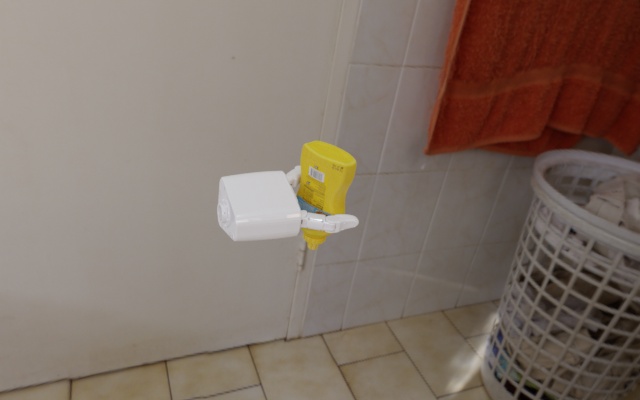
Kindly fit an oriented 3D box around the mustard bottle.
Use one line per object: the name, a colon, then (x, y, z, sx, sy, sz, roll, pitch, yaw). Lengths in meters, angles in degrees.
mustard bottle: (0.000, 0.002, 0.811, 0.096, 0.192, 0.058, 29, 34, 30)
